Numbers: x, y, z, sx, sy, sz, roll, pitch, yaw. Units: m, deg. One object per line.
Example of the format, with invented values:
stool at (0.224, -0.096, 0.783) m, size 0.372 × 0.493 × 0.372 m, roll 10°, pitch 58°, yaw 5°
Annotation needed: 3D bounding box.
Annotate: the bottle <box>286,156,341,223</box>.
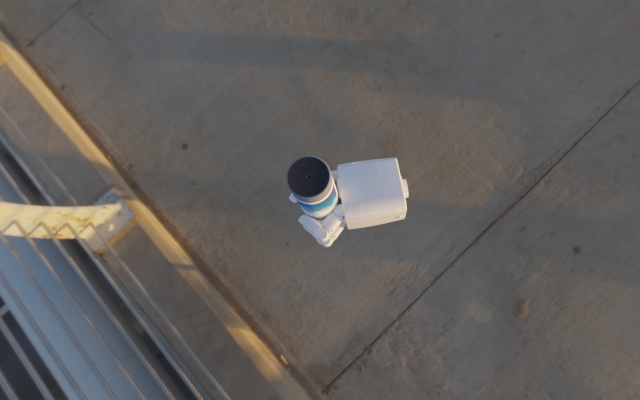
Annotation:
bottle at (0.000, 0.003, 0.838) m, size 0.069 × 0.069 × 0.296 m, roll 0°, pitch -15°, yaw 7°
